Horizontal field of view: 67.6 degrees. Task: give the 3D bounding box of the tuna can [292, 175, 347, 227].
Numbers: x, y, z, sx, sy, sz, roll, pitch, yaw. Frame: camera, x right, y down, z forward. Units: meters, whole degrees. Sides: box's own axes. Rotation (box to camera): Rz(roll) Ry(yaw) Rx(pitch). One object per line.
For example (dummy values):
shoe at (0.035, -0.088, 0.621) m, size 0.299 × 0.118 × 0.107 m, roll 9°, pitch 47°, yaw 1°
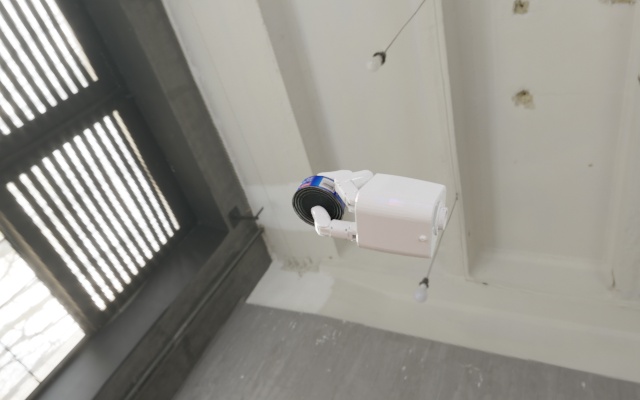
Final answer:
tuna can at (0.000, 0.002, 0.761) m, size 0.086 × 0.086 × 0.033 m, roll 0°, pitch 39°, yaw 25°
